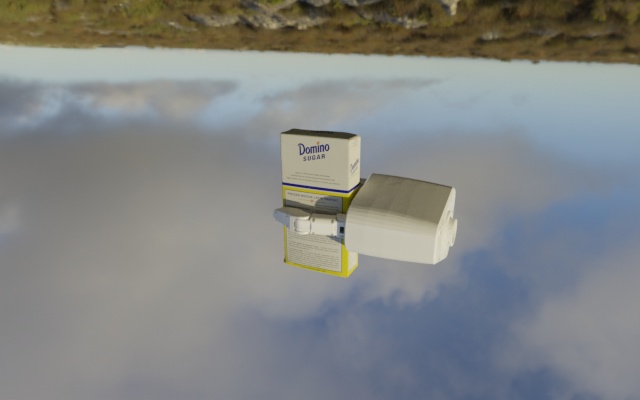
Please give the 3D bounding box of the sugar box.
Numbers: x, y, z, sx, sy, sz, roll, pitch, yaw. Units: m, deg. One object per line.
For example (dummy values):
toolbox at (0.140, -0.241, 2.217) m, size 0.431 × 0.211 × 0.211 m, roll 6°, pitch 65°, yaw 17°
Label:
sugar box at (0.000, 0.002, 0.599) m, size 0.093 × 0.176 × 0.048 m, roll 9°, pitch 19°, yaw 23°
